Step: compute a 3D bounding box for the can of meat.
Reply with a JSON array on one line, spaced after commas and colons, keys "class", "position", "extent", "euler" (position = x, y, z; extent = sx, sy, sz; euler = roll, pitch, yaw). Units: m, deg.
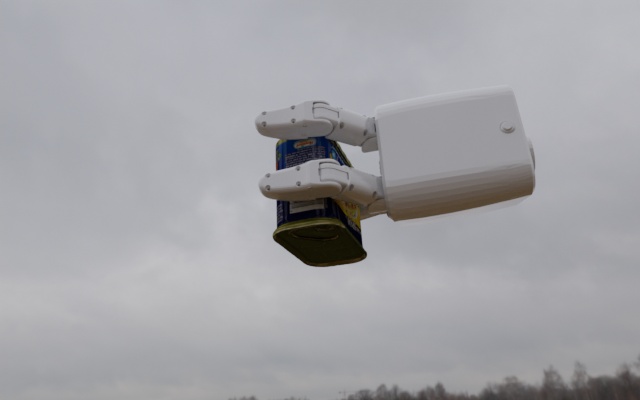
[{"class": "can of meat", "position": [0.000, 0.001, 0.404], "extent": [0.057, 0.084, 0.102], "euler": [-11, -26, 16]}]
